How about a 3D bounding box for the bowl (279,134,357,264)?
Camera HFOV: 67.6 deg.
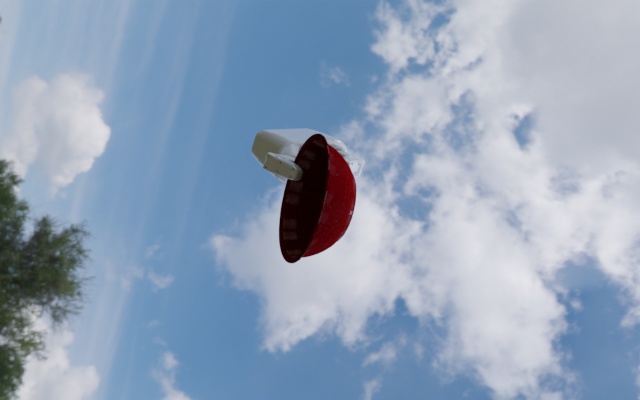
[{"bbox_3d":[0.001,0.003,0.591,0.055,0.162,0.162,13,-5,-20],"label":"bowl"}]
